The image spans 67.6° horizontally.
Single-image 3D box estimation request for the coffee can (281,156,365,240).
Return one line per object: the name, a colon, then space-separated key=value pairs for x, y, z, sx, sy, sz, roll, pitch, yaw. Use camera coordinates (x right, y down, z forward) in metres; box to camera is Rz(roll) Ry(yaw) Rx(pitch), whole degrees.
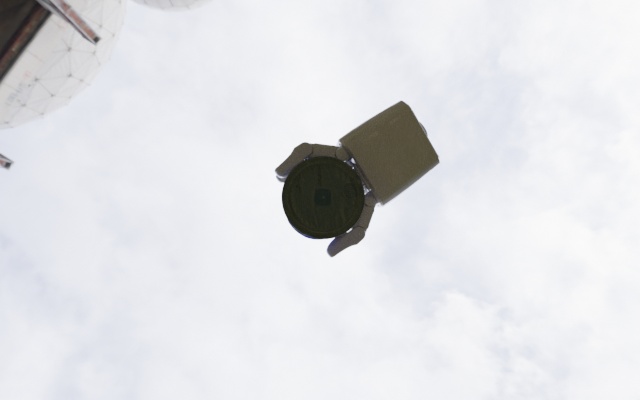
coffee can: x=0.000 y=0.002 z=0.651 sx=0.103 sy=0.103 sz=0.140 roll=0 pitch=-5 yaw=-3
